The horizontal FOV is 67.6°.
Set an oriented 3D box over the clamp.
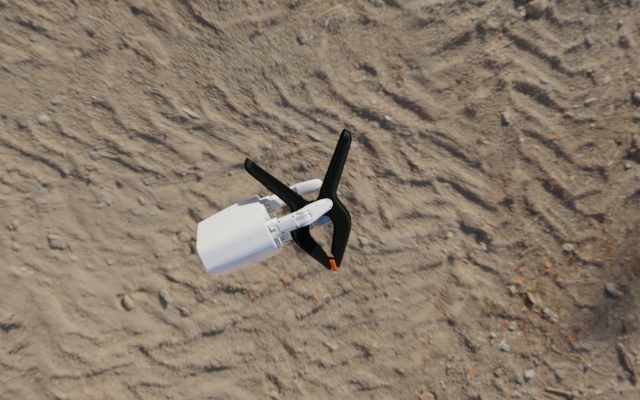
[{"bbox_3d":[0.000,0.003,0.722,0.164,0.210,0.036,-24,9,-3],"label":"clamp"}]
